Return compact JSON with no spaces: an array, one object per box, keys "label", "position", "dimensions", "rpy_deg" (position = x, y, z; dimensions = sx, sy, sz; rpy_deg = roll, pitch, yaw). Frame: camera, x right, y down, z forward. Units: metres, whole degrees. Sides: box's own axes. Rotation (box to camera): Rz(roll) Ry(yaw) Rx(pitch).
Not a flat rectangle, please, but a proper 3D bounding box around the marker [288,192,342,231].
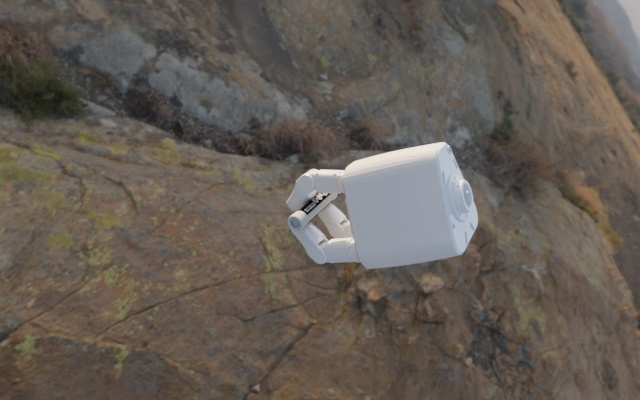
[{"label":"marker","position":[0.000,0.002,0.565],"dimensions":[0.020,0.020,0.121],"rpy_deg":[0,23,30]}]
